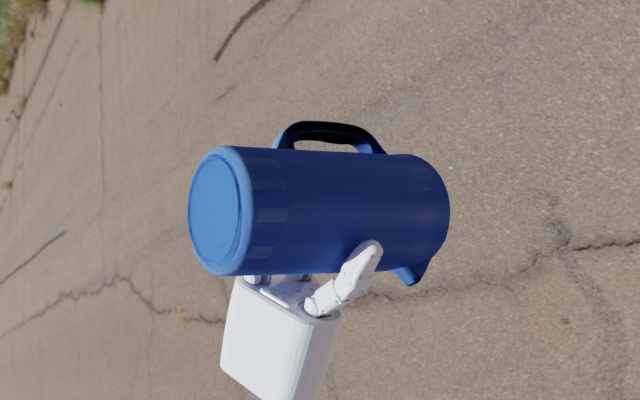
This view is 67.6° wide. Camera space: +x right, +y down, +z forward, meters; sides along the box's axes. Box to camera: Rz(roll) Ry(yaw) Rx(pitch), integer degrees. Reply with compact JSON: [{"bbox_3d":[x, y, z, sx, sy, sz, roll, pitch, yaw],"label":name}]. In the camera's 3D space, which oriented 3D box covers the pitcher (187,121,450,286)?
[{"bbox_3d":[0.000,0.002,0.469,0.243,0.145,0.149,2,20,-40],"label":"pitcher"}]
